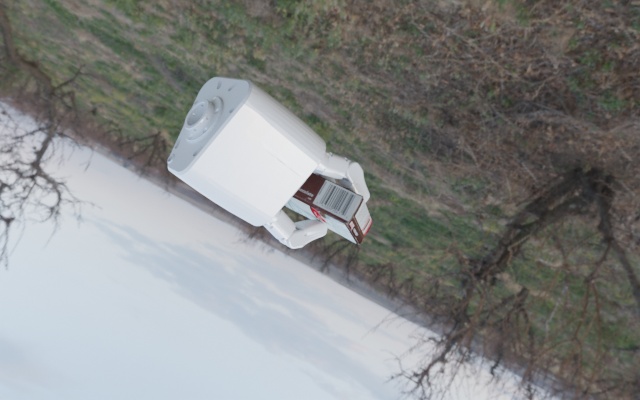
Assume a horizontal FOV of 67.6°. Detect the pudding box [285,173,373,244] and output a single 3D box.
[{"bbox_3d":[0.000,0.002,0.555,0.113,0.039,0.090,28,-10,21],"label":"pudding box"}]
